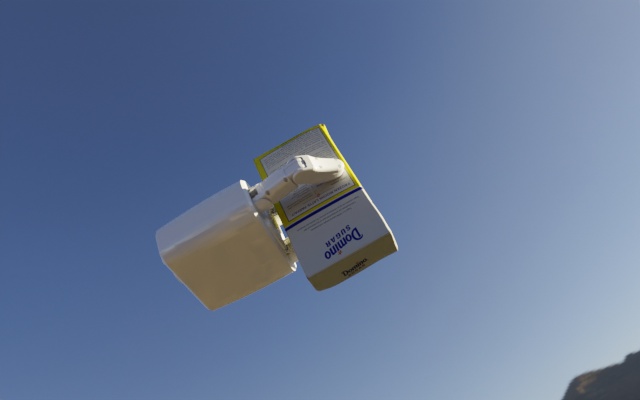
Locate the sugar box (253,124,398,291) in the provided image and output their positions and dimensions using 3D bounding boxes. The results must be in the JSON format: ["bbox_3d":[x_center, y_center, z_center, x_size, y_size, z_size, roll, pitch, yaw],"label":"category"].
[{"bbox_3d":[0.000,0.002,0.512,0.093,0.176,0.048,-29,-36,1],"label":"sugar box"}]
